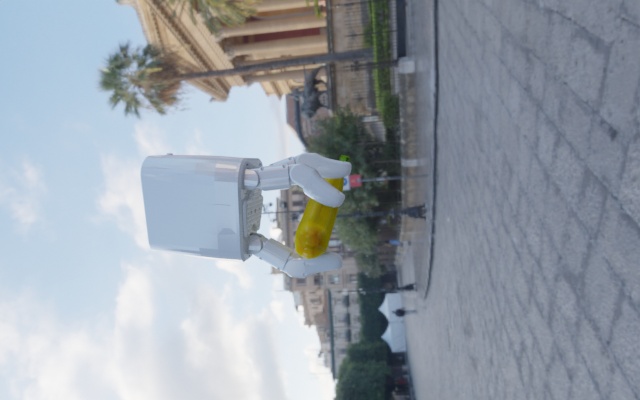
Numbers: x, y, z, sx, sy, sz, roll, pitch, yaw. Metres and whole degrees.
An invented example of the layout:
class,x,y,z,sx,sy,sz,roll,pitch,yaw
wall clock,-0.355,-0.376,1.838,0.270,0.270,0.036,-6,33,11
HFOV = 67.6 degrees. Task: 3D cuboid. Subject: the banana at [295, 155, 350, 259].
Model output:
class,x,y,z,sx,sy,sz,roll,pitch,yaw
banana,-0.002,0.016,0.521,0.037,0.070,0.197,12,30,4
